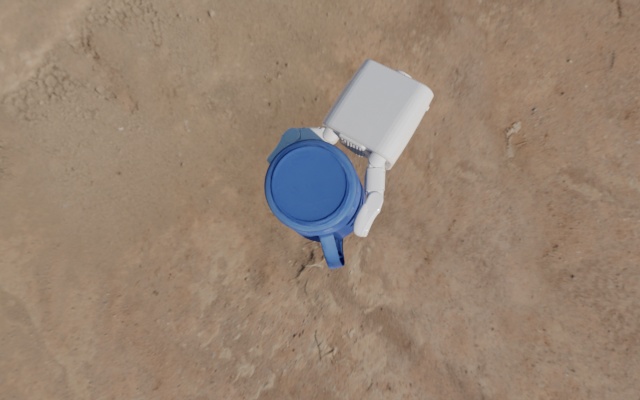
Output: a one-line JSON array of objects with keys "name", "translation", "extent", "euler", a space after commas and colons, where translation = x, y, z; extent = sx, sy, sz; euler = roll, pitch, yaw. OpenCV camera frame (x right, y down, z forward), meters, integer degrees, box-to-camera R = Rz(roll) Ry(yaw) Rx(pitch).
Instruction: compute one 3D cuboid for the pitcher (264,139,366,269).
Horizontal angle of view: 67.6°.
[{"name": "pitcher", "translation": [0.000, 0.002, 0.655], "extent": [0.149, 0.145, 0.243], "euler": [33, -1, 6]}]
